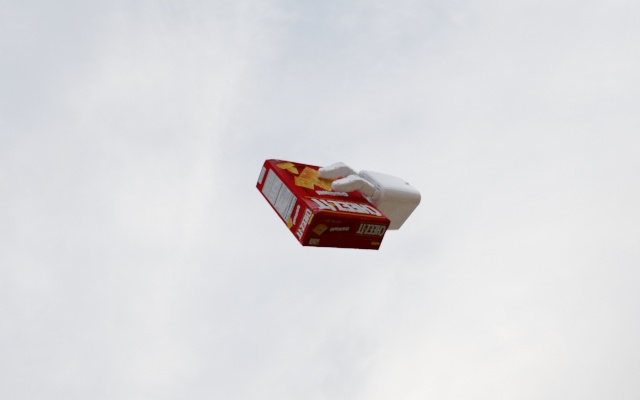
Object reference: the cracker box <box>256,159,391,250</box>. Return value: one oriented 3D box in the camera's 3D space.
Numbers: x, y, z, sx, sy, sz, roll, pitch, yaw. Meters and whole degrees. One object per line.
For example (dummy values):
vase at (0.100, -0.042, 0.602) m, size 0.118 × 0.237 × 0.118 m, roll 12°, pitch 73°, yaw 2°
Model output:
cracker box at (0.000, 0.003, 0.869) m, size 0.164 × 0.072 × 0.213 m, roll 6°, pitch 25°, yaw -34°
